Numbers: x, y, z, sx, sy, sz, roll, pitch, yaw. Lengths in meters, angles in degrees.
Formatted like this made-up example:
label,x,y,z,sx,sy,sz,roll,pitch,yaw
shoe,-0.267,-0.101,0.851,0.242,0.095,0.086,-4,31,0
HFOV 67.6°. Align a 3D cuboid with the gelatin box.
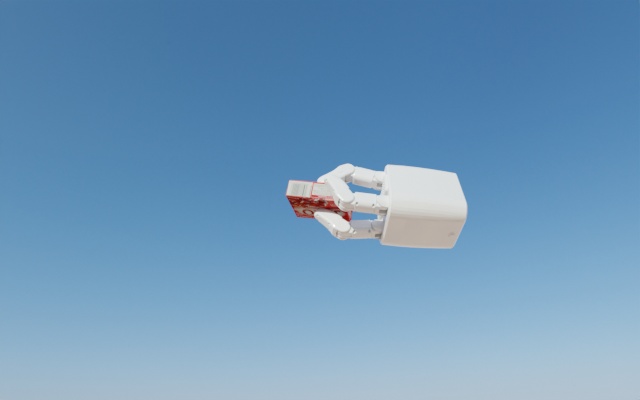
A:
label,x,y,z,sx,sy,sz,roll,pitch,yaw
gelatin box,0.000,0.002,0.714,0.089,0.030,0.073,6,-26,15
